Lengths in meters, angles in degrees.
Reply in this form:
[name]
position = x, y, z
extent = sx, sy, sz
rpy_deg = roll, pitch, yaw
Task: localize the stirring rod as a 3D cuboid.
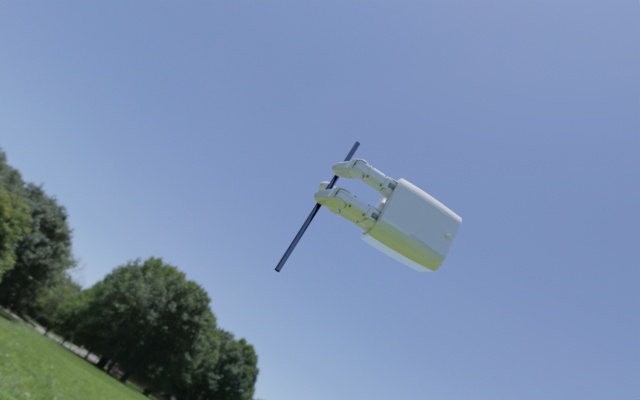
[stirring rod]
position = 0.000, 0.002, 0.687
extent = 0.011, 0.239, 0.011
rpy_deg = 25, -27, 14
